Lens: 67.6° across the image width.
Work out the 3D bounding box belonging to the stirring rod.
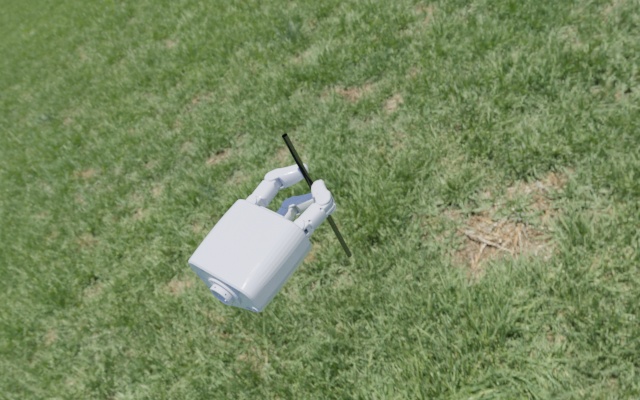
[{"bbox_3d":[0.000,0.002,0.671,0.011,0.011,0.240,0,-44,31],"label":"stirring rod"}]
